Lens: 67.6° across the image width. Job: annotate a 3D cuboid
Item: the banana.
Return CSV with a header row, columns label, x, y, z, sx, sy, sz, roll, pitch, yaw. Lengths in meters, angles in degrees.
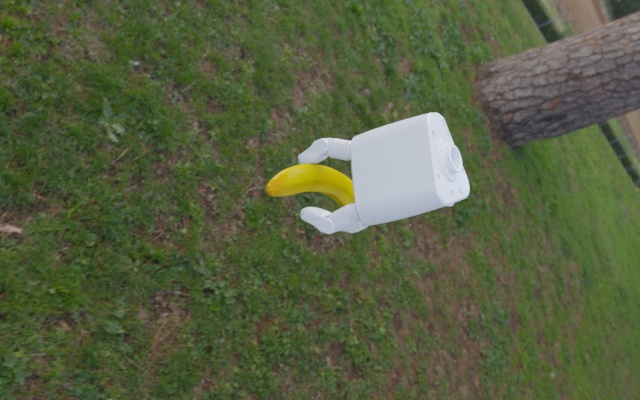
label,x,y,z,sx,sy,sz,roll,pitch,yaw
banana,0.004,-0.015,0.658,0.037,0.069,0.198,-10,-23,39
